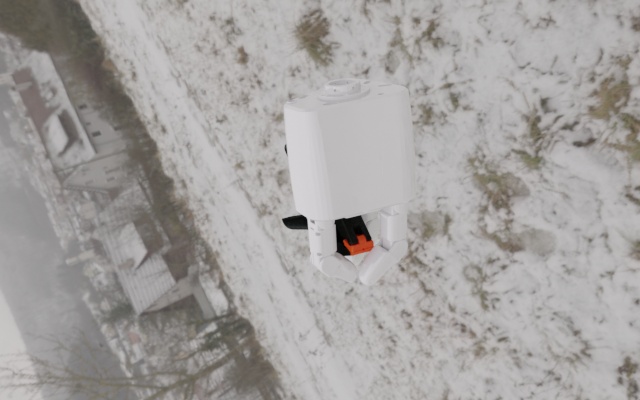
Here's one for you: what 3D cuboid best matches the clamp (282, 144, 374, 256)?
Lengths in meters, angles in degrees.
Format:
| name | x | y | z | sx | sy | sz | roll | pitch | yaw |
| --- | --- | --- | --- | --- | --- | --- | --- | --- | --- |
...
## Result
| name | x | y | z | sx | sy | sz | roll | pitch | yaw |
| --- | --- | --- | --- | --- | --- | --- | --- | --- | --- |
| clamp | 0.000 | 0.002 | 0.542 | 0.039 | 0.120 | 0.171 | -20 | 28 | -28 |
